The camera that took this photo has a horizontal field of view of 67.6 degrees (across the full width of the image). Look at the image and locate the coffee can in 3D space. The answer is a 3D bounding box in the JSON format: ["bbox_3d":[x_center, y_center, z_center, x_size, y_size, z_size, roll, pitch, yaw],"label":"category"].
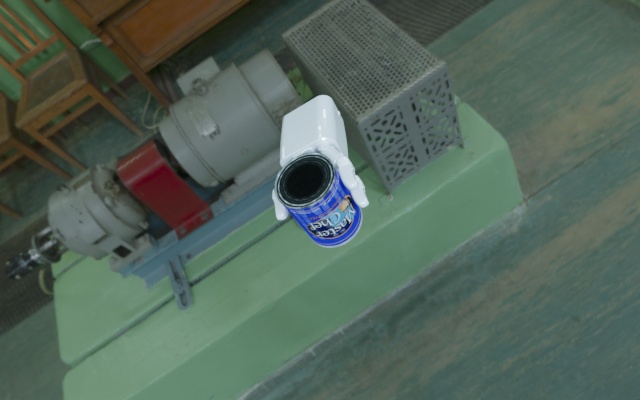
[{"bbox_3d":[0.000,0.003,0.786,0.103,0.102,0.140,0,-30,25],"label":"coffee can"}]
